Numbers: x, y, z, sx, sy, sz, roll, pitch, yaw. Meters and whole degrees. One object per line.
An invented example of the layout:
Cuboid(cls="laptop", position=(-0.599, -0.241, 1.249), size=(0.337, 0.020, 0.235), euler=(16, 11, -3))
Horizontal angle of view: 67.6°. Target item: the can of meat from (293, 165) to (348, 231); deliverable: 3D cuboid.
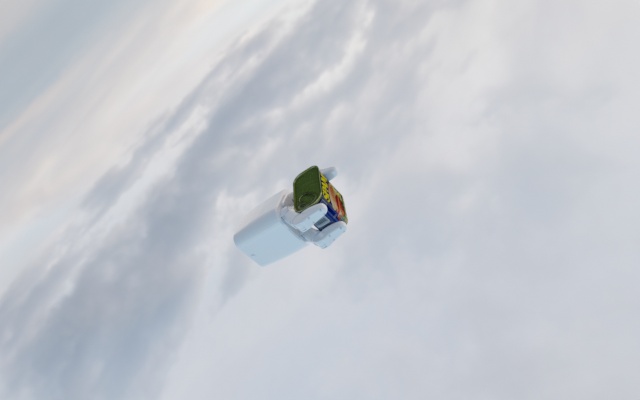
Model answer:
Cuboid(cls="can of meat", position=(0.000, 0.003, 0.833), size=(0.057, 0.102, 0.084), euler=(-32, -55, 19))
